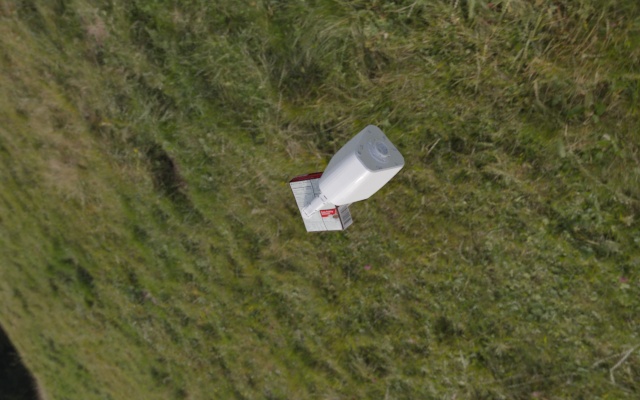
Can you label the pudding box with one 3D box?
[{"bbox_3d":[0.000,0.003,0.899,0.090,0.113,0.039,-6,20,37],"label":"pudding box"}]
